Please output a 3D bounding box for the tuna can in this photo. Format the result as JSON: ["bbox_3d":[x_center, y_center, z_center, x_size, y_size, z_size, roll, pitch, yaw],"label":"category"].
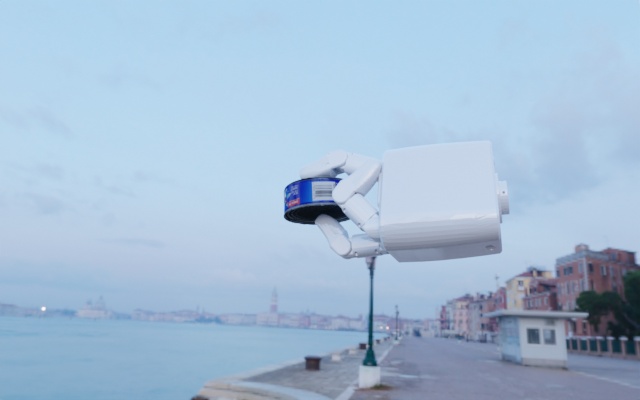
[{"bbox_3d":[0.000,0.001,0.549,0.086,0.033,0.086,-2,-17,-1],"label":"tuna can"}]
